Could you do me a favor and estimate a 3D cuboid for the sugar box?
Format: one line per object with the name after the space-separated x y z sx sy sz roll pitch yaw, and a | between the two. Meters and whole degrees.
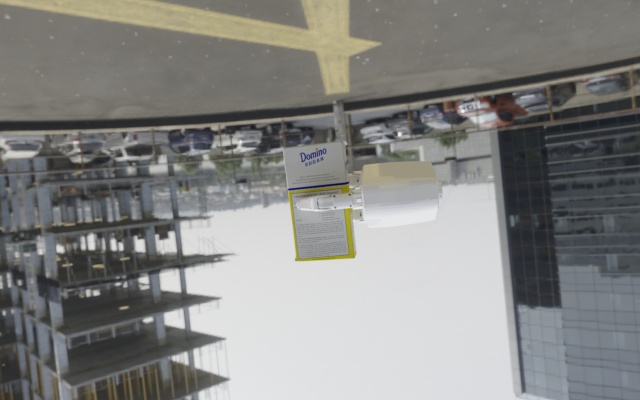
0.000 0.002 0.729 0.093 0.176 0.048 -5 1 10 | sugar box
